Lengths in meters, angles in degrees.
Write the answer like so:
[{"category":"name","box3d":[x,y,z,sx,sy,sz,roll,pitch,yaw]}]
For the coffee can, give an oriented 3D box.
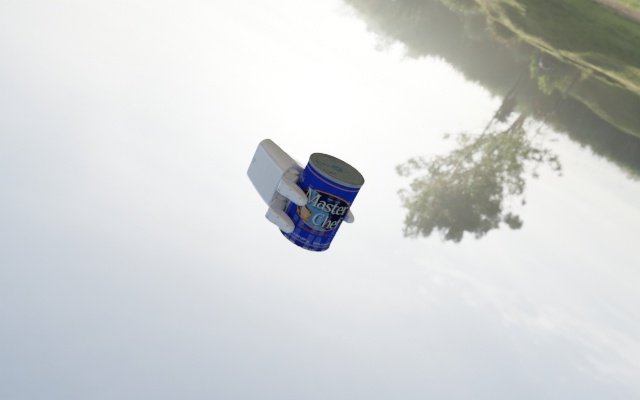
[{"category":"coffee can","box3d":[0.000,0.003,0.821,0.103,0.140,0.102,22,23,-10]}]
